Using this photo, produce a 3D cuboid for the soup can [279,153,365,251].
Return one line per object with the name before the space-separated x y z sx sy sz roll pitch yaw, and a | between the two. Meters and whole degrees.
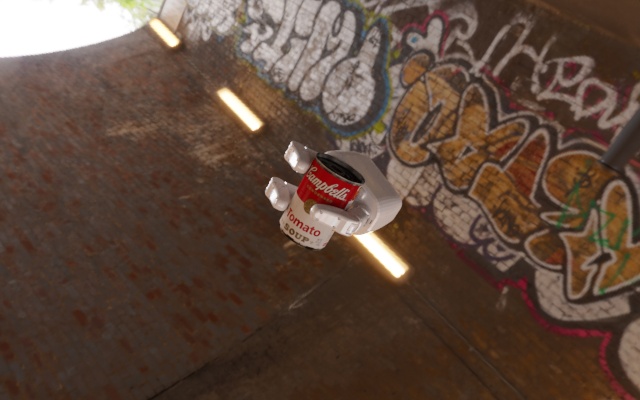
soup can | 0.000 0.002 0.587 0.068 0.102 0.068 27 20 -10
